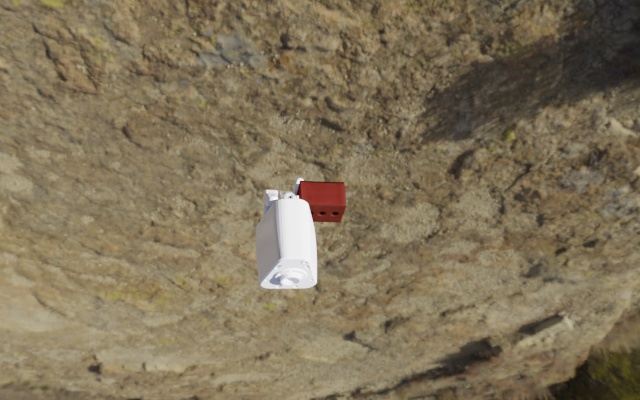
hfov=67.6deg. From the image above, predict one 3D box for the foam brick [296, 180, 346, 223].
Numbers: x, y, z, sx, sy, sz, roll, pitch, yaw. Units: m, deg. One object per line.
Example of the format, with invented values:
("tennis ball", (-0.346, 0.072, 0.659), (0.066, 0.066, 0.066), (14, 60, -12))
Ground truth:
("foam brick", (0.000, 0.003, 0.809), (0.078, 0.051, 0.053), (1, -36, -11))
